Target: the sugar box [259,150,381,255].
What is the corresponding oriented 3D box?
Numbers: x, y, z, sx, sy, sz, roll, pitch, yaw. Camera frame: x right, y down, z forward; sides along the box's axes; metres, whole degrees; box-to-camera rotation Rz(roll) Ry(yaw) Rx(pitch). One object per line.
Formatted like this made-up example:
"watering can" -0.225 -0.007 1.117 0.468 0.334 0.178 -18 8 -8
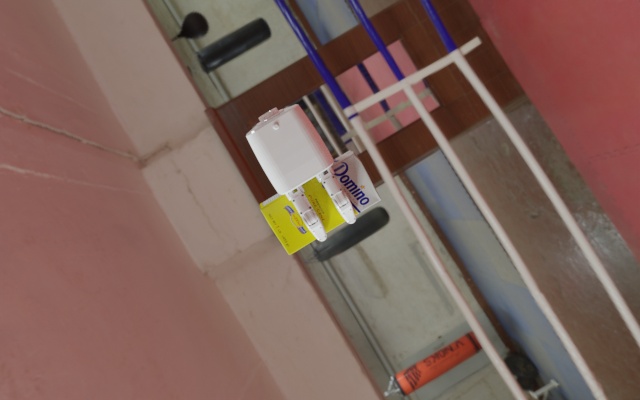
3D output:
"sugar box" 0.000 0.003 0.774 0.176 0.093 0.048 -31 15 0
